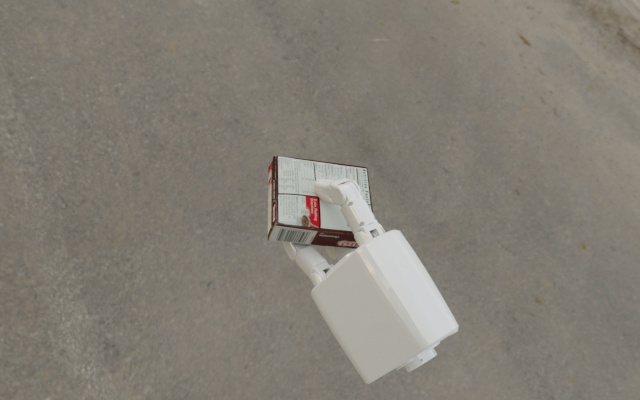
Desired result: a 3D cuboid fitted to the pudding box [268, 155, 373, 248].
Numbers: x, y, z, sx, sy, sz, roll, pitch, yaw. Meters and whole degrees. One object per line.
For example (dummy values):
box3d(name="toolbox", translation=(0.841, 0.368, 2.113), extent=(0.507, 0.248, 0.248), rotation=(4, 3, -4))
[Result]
box3d(name="pudding box", translation=(0.000, 0.002, 0.522), extent=(0.113, 0.090, 0.039), rotation=(8, -33, -17))
